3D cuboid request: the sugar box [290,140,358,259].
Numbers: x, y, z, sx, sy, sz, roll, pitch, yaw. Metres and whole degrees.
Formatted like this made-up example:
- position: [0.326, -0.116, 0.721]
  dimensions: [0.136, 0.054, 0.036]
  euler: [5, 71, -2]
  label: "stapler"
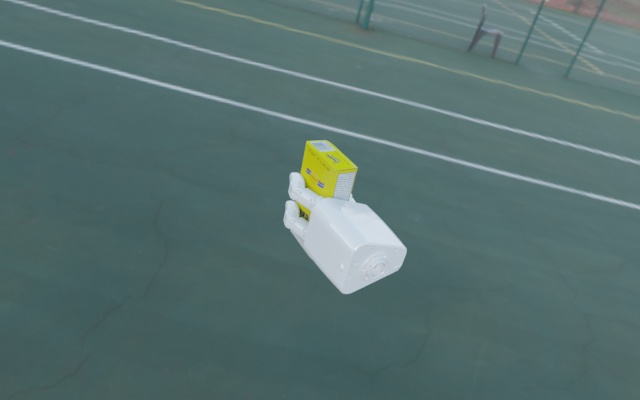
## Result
- position: [0.000, 0.003, 0.756]
  dimensions: [0.048, 0.176, 0.093]
  euler: [-7, 37, -31]
  label: "sugar box"
